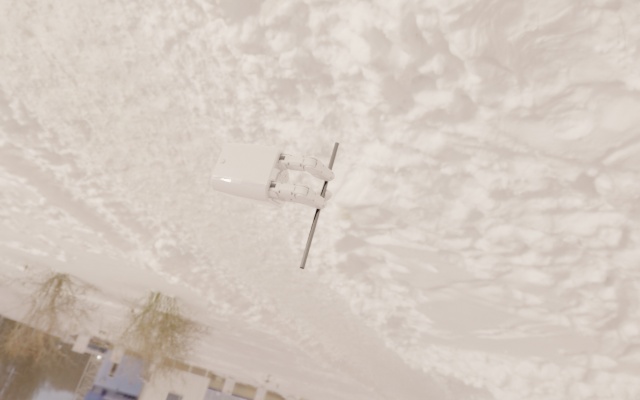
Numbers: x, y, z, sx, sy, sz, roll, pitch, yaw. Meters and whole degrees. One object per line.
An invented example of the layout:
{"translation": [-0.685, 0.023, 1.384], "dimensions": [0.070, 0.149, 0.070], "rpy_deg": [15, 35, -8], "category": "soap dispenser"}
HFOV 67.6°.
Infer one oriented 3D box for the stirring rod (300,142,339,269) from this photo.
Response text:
{"translation": [0.000, 0.003, 0.815], "dimensions": [0.011, 0.239, 0.011], "rpy_deg": [13, -24, 6], "category": "stirring rod"}
